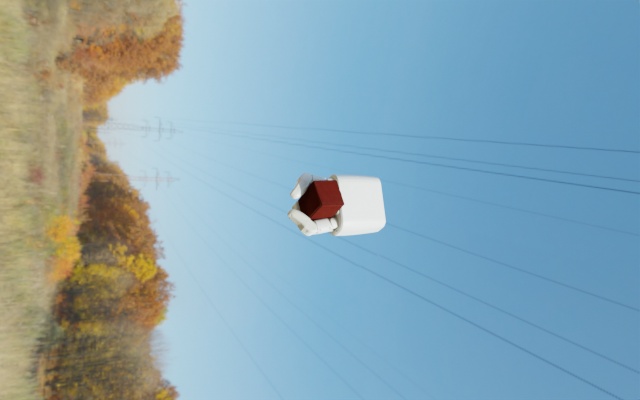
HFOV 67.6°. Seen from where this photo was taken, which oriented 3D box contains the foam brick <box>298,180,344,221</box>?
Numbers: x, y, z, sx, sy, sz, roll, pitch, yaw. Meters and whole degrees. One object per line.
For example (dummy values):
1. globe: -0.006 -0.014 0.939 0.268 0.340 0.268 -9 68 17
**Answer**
1. foam brick: 0.000 0.003 0.887 0.051 0.053 0.078 -2 -27 -29
